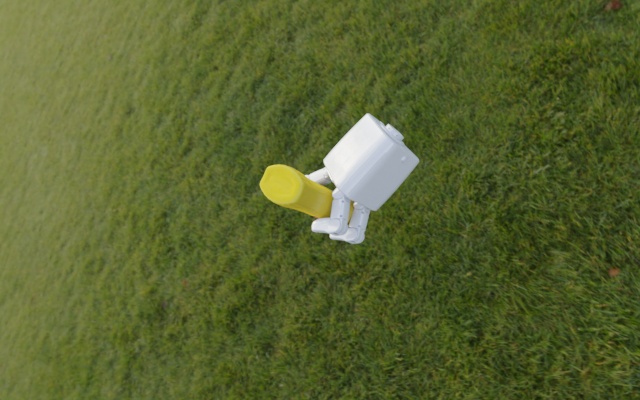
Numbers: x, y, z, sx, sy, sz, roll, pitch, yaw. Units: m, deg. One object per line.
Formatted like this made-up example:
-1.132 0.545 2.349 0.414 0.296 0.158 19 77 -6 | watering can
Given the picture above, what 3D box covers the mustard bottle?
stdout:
0.000 0.003 0.762 0.096 0.058 0.192 23 -1 44 | mustard bottle
